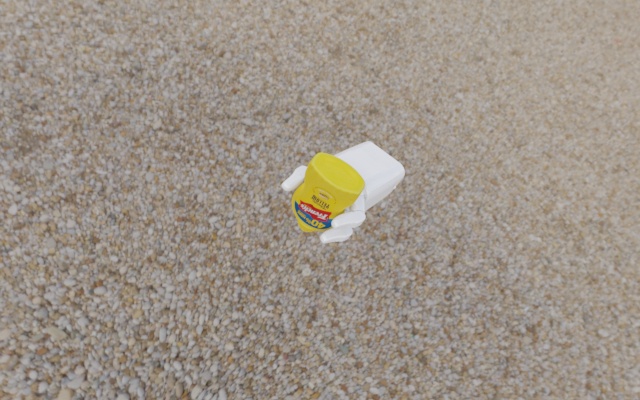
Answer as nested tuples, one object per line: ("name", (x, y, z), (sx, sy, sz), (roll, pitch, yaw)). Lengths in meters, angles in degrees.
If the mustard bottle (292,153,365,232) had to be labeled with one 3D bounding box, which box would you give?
("mustard bottle", (0.000, 0.003, 0.832), (0.096, 0.058, 0.192), (32, -36, 0))
